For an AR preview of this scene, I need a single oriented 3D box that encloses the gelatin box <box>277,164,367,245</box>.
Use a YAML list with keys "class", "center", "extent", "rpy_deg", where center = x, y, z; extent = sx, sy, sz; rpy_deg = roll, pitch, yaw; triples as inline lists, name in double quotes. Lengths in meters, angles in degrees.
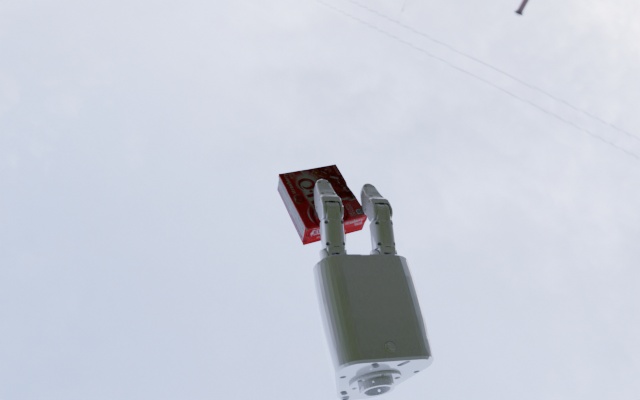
- class: "gelatin box"
  center: [0.000, 0.002, 0.538]
  extent: [0.073, 0.089, 0.030]
  rpy_deg: [-12, -40, -21]
